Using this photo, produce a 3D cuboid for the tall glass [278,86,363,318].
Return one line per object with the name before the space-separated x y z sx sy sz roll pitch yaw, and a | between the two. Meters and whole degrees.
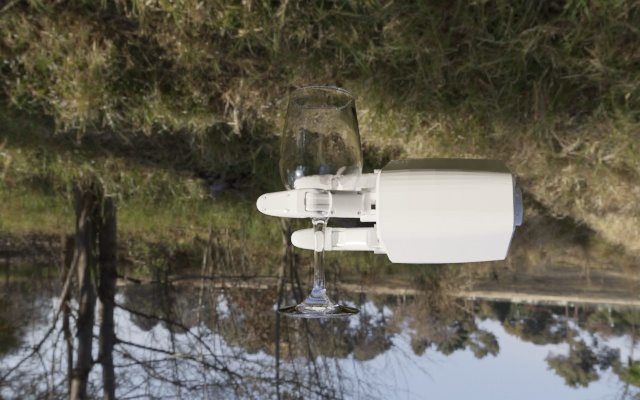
tall glass | 0.000 0.002 0.440 0.079 0.201 0.079 0 -6 0
